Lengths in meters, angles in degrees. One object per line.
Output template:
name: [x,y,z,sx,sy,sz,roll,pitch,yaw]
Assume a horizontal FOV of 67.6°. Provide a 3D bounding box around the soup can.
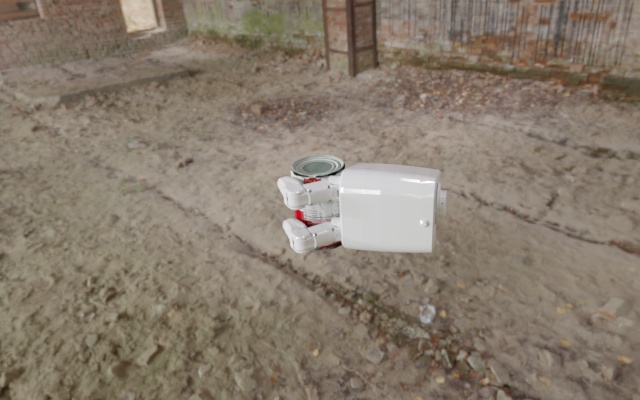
soup can: [0.000,0.002,0.597,0.068,0.102,0.068,-3,27,2]
